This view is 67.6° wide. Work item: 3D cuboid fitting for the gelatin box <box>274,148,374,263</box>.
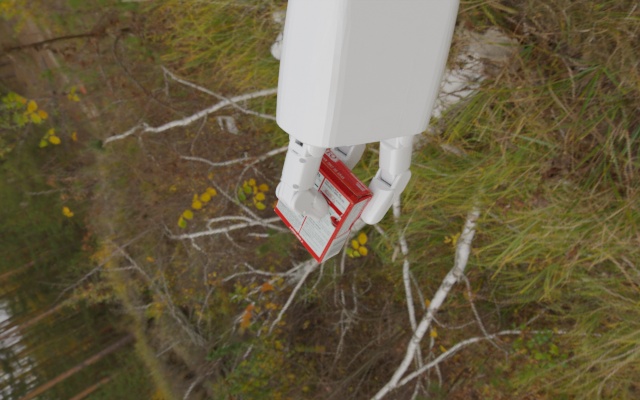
[{"bbox_3d":[0.000,0.002,0.434,0.030,0.073,0.089,-23,-29,-40],"label":"gelatin box"}]
